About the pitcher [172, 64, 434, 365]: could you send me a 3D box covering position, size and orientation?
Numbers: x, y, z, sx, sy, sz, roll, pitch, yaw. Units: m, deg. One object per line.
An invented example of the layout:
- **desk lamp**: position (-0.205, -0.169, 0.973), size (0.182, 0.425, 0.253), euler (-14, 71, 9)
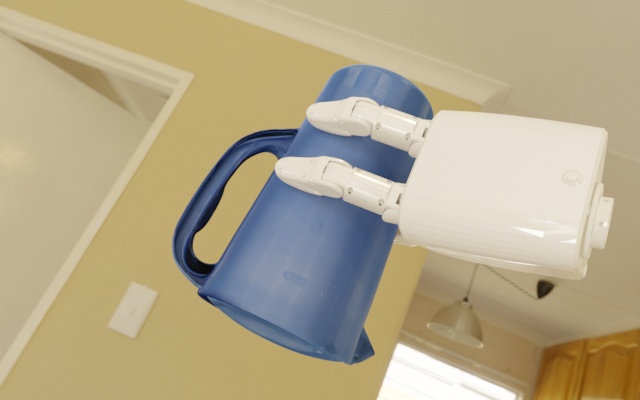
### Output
- **pitcher**: position (0.000, 0.001, 0.411), size (0.145, 0.242, 0.149), euler (11, -25, 35)
